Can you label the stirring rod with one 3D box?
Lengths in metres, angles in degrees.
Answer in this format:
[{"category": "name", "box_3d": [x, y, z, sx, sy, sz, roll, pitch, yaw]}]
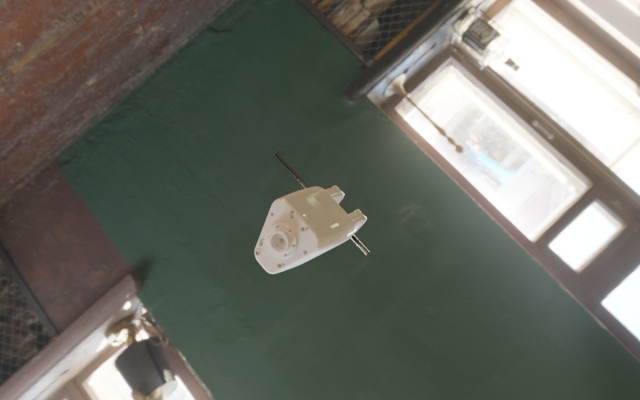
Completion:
[{"category": "stirring rod", "box_3d": [0.000, 0.003, 0.823, 0.011, 0.239, 0.011, -40, -14, -12]}]
